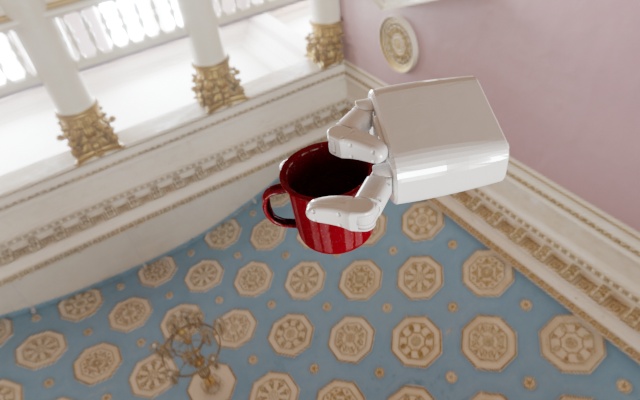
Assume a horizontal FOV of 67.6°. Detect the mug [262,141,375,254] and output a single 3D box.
[{"bbox_3d":[-0.001,0.002,0.481,0.117,0.082,0.093,-10,41,1],"label":"mug"}]
